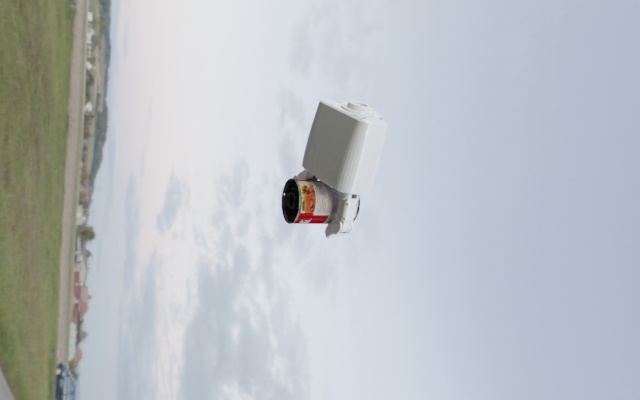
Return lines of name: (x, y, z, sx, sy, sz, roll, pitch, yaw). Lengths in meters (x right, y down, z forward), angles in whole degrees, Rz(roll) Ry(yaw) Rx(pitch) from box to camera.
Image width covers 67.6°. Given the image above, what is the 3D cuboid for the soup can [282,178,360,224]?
soup can: (0.000, 0.003, 0.727, 0.102, 0.068, 0.068, 2, -1, -27)
